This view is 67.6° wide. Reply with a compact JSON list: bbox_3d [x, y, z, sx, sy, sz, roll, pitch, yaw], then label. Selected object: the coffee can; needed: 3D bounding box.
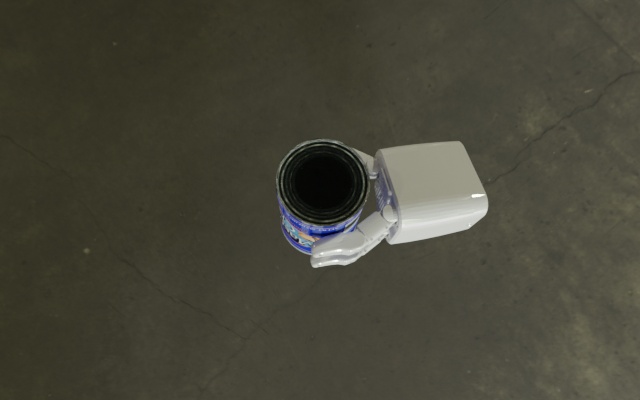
[{"bbox_3d":[0.000,0.002,0.578,0.103,0.102,0.140,0,-19,-2],"label":"coffee can"}]
